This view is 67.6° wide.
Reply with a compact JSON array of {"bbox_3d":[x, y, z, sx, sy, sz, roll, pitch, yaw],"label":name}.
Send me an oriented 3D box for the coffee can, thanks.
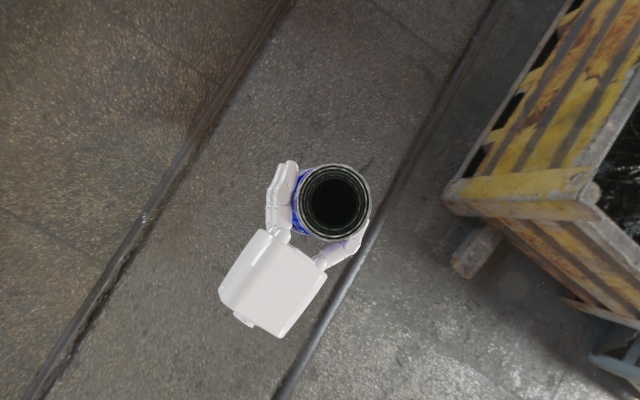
[{"bbox_3d":[0.000,0.002,0.681,0.103,0.103,0.140,0,0,-15],"label":"coffee can"}]
